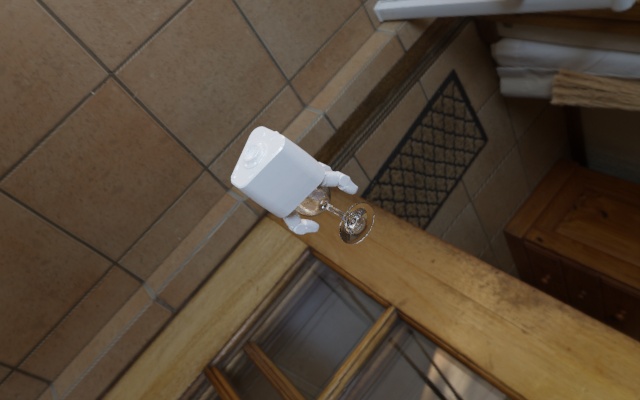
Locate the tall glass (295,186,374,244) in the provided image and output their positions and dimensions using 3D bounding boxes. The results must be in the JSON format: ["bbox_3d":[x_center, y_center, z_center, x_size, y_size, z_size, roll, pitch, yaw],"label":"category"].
[{"bbox_3d":[0.001,0.003,0.850,0.079,0.079,0.201,0,20,-40],"label":"tall glass"}]
